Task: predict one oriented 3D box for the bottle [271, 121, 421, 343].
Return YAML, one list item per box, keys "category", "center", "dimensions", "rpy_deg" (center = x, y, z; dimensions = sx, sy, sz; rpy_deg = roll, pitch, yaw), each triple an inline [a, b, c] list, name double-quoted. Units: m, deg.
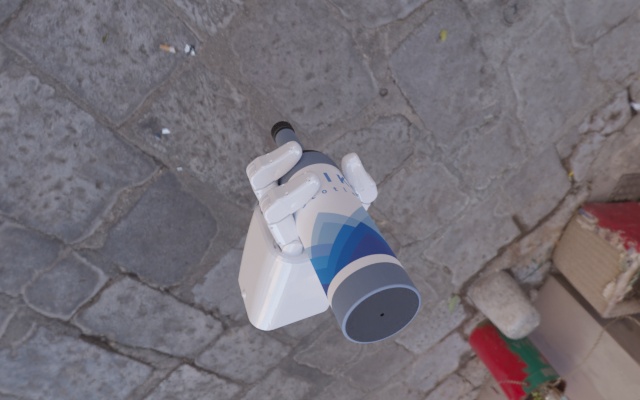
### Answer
- category: "bottle"
  center: [0.000, 0.002, 0.474]
  dimensions: [0.069, 0.069, 0.295]
  rpy_deg: [0, 36, -24]
